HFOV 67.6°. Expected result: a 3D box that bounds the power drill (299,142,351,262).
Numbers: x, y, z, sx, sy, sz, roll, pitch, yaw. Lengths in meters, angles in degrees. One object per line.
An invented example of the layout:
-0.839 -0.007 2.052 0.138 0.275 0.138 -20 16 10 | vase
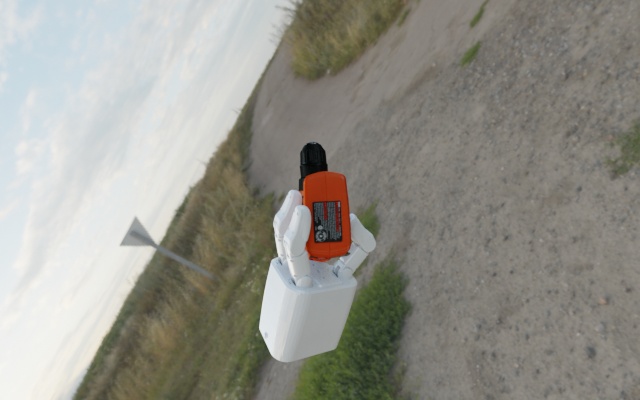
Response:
0.000 0.002 0.664 0.057 0.184 0.187 -5 0 -4 | power drill
